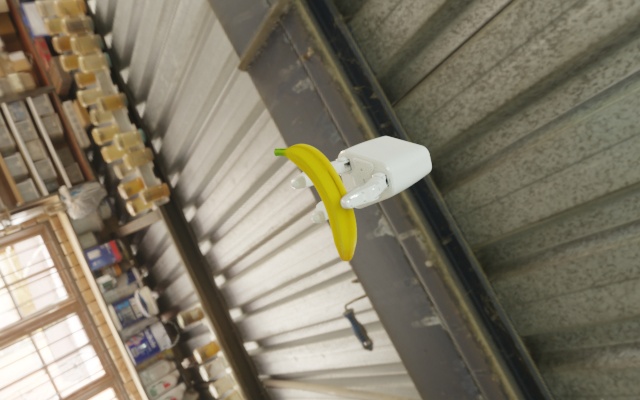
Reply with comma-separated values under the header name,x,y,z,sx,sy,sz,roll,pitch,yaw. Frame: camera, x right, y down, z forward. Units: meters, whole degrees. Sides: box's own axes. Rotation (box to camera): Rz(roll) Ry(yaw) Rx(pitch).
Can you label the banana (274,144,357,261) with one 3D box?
name,x,y,z,sx,sy,sz,roll,pitch,yaw
banana,0.008,-0.008,0.687,0.037,0.198,0.070,-27,-6,-40
